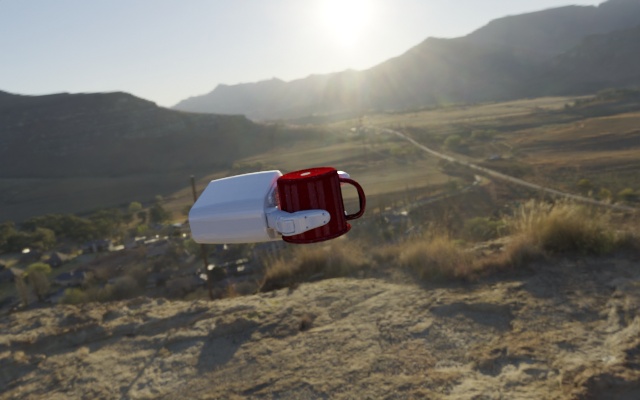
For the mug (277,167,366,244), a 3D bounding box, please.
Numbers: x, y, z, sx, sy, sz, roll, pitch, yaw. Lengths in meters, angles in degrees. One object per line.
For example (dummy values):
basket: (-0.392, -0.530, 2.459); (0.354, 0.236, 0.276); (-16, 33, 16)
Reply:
mug: (0.001, 0.002, 0.620); (0.117, 0.081, 0.093); (-6, 13, 13)
